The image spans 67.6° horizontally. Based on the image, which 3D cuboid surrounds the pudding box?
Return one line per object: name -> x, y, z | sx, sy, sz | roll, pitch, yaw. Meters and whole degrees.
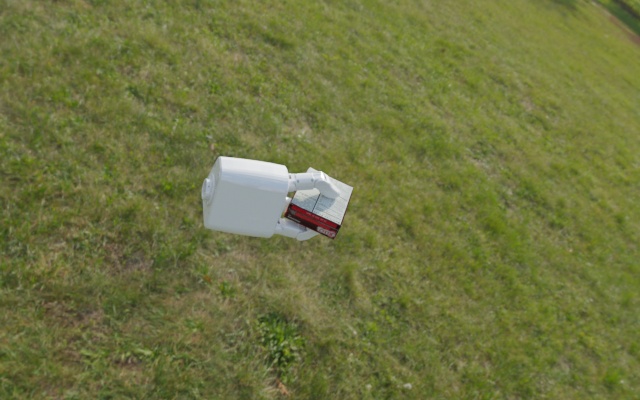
pudding box -> 0.000, 0.002, 0.786 | 0.090, 0.039, 0.113 | 26, 40, -2
